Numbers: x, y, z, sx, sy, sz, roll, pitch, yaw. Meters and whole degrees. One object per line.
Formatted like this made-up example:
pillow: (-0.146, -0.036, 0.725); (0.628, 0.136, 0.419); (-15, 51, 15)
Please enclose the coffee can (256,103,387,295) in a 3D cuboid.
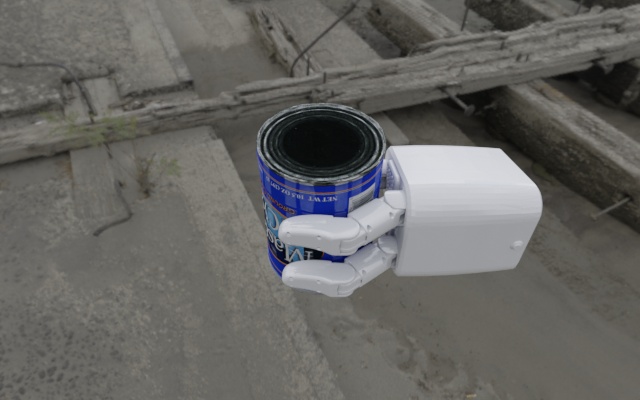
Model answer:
coffee can: (0.000, 0.001, 0.423); (0.103, 0.140, 0.102); (0, 45, 0)
